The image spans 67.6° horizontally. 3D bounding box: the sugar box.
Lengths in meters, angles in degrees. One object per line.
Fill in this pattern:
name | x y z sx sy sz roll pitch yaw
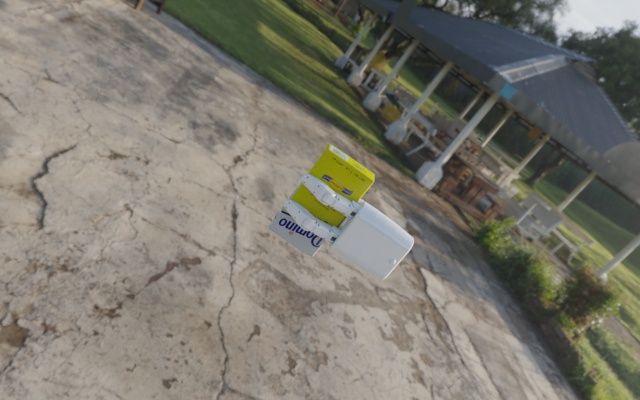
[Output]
sugar box | 0.000 0.003 0.793 0.093 0.176 0.048 34 20 -7
